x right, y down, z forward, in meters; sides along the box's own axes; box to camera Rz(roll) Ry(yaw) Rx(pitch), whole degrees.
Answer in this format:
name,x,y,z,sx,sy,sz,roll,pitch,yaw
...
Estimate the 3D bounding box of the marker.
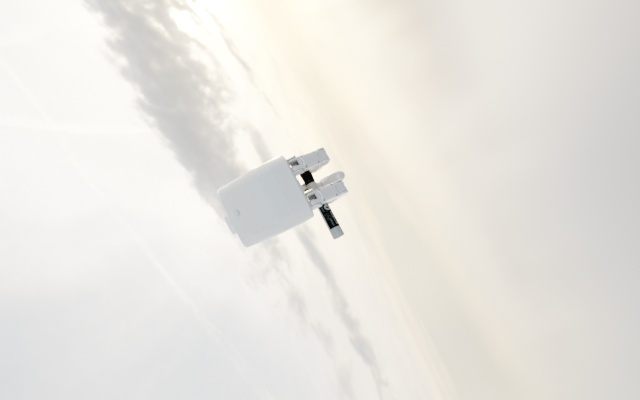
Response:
name,x,y,z,sx,sy,sz,roll,pitch,yaw
marker,0.000,0.002,0.725,0.020,0.121,0.020,-27,-10,-5
